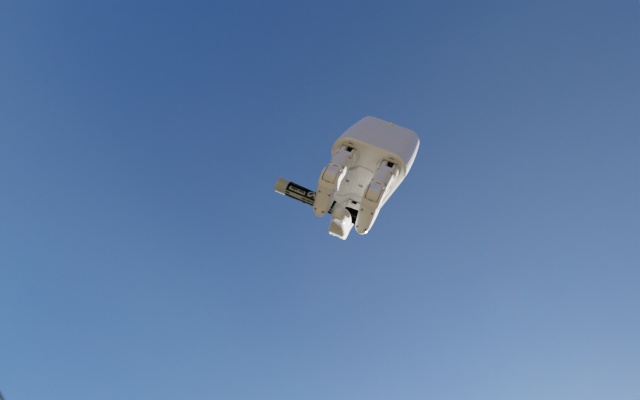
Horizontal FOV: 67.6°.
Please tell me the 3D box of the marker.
[{"bbox_3d":[0.000,0.002,0.591,0.121,0.020,0.020,23,5,12],"label":"marker"}]
